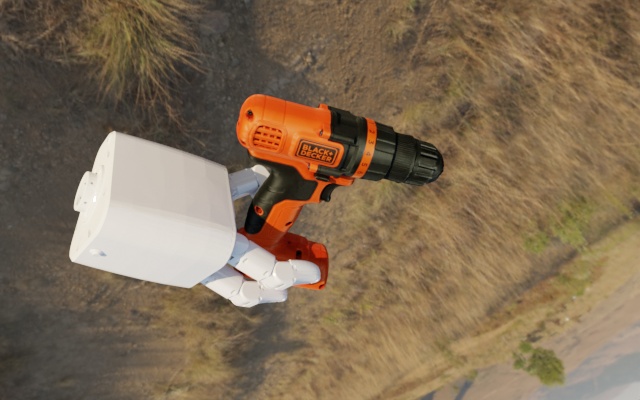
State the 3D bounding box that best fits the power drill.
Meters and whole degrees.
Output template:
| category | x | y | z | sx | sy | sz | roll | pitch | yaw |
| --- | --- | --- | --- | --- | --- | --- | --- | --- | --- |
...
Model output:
| category | x | y | z | sx | sy | sz | roll | pitch | yaw |
| --- | --- | --- | --- | --- | --- | --- | --- | --- | --- |
| power drill | 0.000 | 0.002 | 0.450 | 0.184 | 0.188 | 0.057 | 14 | 35 | -12 |
